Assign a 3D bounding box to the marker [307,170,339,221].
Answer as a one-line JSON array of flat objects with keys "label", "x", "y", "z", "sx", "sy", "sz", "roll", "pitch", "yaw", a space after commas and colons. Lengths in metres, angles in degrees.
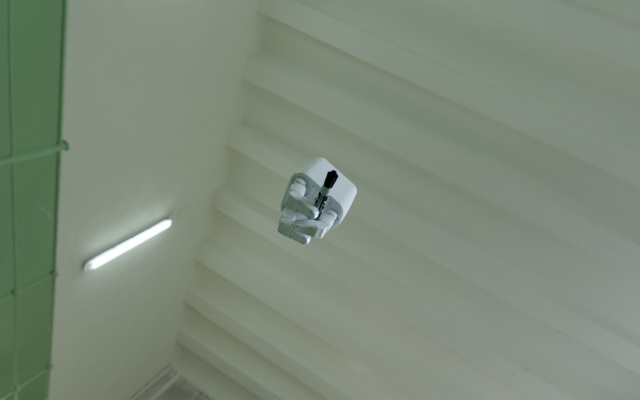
[{"label": "marker", "x": 0.000, "y": 0.003, "z": 0.769, "sx": 0.020, "sy": 0.121, "sz": 0.020, "roll": 18, "pitch": 30, "yaw": -11}]
